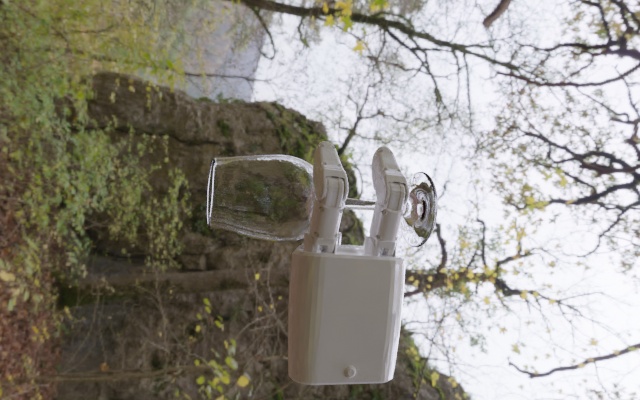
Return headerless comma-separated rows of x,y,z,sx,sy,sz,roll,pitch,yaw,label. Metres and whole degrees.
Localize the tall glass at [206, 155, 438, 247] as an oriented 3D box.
0.001,0.001,0.438,0.201,0.079,0.079,5,-1,-16,tall glass
